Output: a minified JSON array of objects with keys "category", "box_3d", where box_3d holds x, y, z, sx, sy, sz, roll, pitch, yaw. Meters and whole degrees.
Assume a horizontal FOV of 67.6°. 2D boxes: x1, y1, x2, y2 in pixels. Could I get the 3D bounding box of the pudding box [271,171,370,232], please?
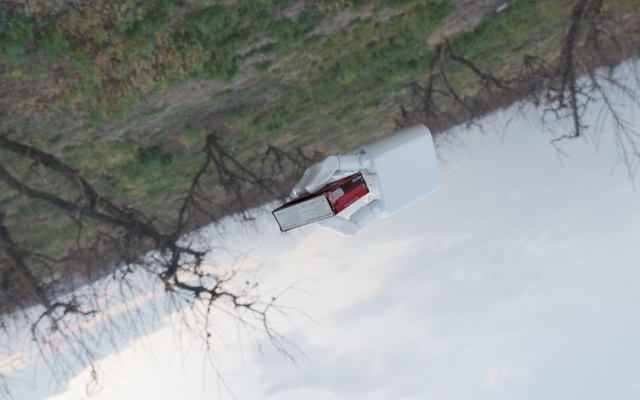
[{"category":"pudding box","box_3d":[0.000,0.002,0.676,0.113,0.039,0.090,-22,5,43]}]
